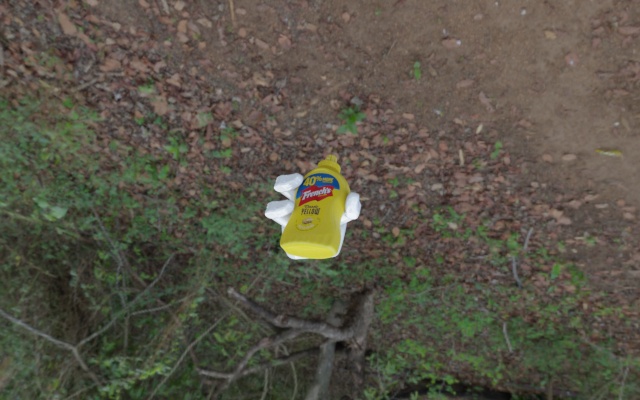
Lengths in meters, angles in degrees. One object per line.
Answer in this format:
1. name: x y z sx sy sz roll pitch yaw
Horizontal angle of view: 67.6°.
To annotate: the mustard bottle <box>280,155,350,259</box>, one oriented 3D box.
1. mustard bottle: 0.000 0.003 0.813 0.096 0.191 0.058 -2 -34 26
